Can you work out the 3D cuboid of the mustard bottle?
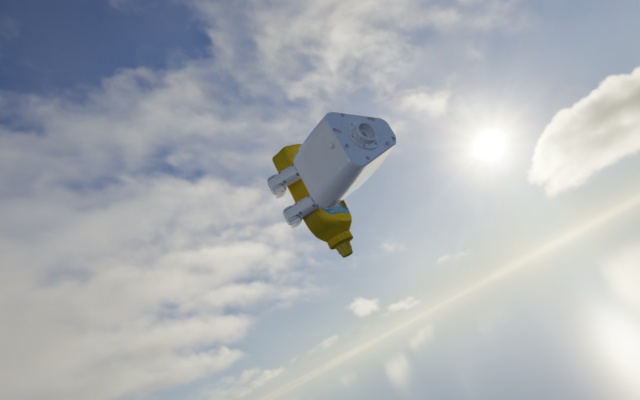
[{"bbox_3d":[0.000,0.002,0.756,0.058,0.191,0.096,-37,-19,28],"label":"mustard bottle"}]
